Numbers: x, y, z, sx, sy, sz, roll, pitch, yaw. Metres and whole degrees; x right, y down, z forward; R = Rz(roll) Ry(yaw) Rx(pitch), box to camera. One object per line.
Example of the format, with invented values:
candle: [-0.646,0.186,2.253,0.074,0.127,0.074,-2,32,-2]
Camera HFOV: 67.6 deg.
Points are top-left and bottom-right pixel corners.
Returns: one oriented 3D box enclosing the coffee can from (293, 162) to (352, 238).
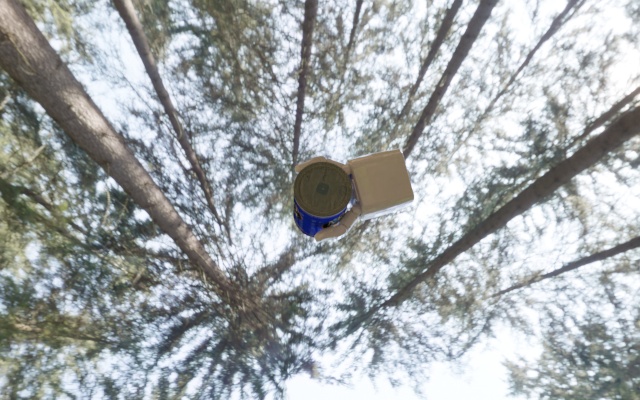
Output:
coffee can: [0.000,0.003,0.891,0.103,0.102,0.140,0,-20,-4]
